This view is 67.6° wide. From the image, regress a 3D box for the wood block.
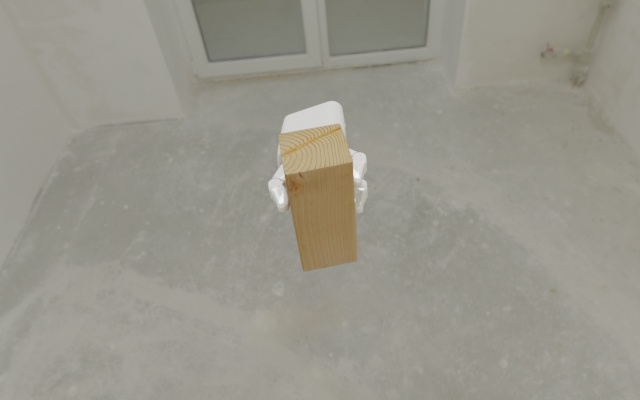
[{"bbox_3d":[0.000,0.002,0.705,0.091,0.206,0.090,-11,45,-3],"label":"wood block"}]
